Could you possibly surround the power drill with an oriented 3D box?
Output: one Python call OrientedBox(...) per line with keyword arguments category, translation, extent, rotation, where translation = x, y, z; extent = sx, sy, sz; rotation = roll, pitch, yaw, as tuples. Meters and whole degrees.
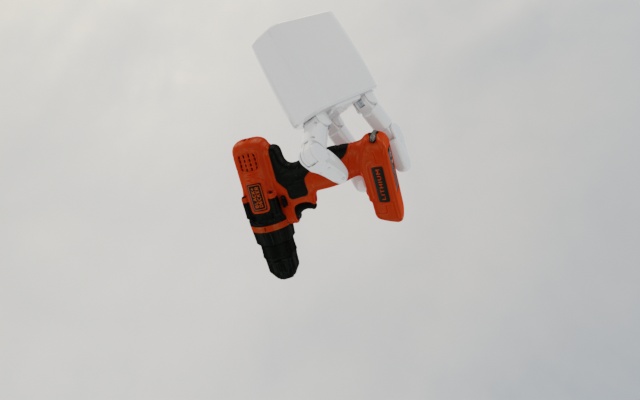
OrientedBox(category="power drill", translation=(0.000, 0.002, 0.567), extent=(0.187, 0.184, 0.057), rotation=(-11, 19, 13))
